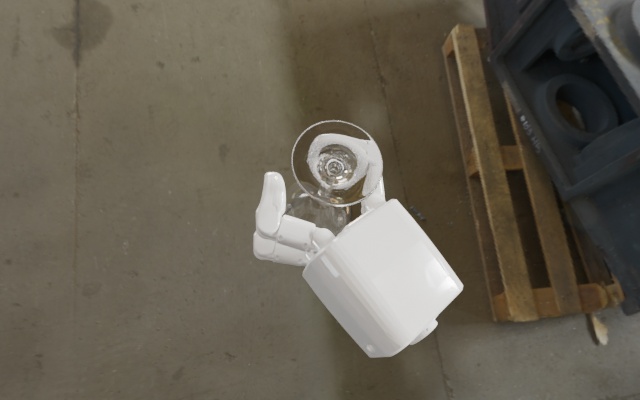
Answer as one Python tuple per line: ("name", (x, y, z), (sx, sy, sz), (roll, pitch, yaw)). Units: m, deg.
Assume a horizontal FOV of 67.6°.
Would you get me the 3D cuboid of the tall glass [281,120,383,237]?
("tall glass", (0.000, 0.001, 0.471), (0.079, 0.079, 0.201), (0, -19, -9))
